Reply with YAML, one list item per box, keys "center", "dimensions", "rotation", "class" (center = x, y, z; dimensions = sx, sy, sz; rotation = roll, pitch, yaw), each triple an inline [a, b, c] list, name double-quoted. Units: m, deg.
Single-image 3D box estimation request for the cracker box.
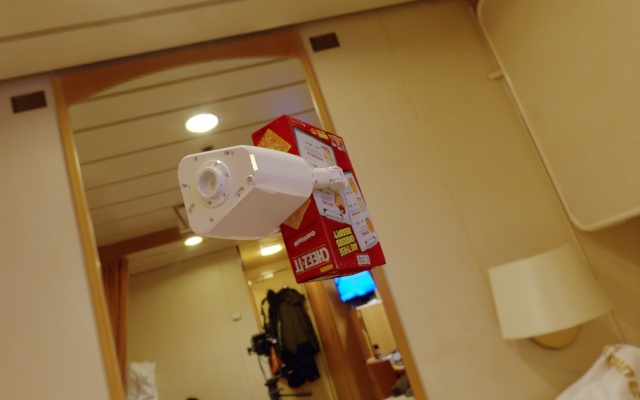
- center: [0.000, 0.002, 0.672]
  dimensions: [0.072, 0.213, 0.164]
  rotation: [-25, -16, 25]
  class: "cracker box"
